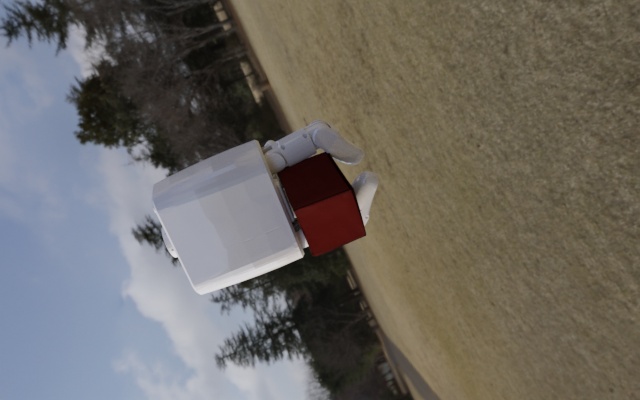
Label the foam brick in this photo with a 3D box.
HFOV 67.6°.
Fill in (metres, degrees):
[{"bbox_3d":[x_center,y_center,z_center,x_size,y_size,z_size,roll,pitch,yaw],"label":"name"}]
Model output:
[{"bbox_3d":[0.000,0.001,0.421,0.051,0.053,0.078,-22,32,-4],"label":"foam brick"}]
